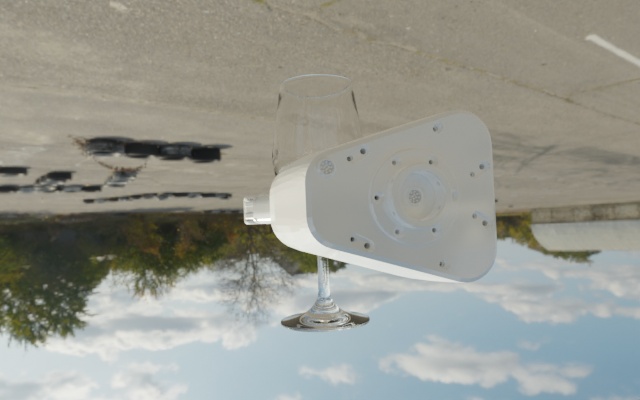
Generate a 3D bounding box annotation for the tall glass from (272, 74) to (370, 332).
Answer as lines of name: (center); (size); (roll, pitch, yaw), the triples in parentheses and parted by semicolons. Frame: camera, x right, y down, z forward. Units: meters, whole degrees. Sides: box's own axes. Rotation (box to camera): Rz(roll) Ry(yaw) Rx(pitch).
tall glass: (0.000, 0.002, 0.400); (0.079, 0.201, 0.079); (-2, -2, 0)
